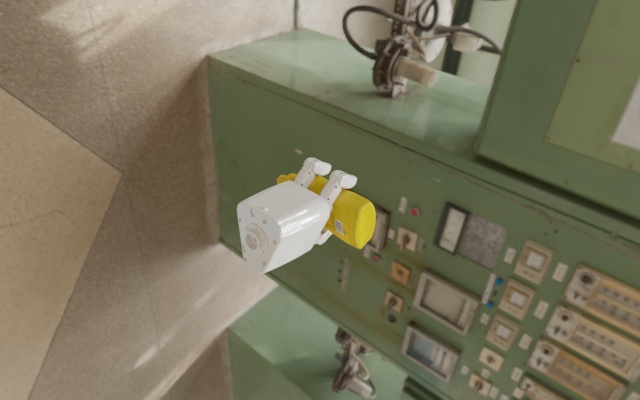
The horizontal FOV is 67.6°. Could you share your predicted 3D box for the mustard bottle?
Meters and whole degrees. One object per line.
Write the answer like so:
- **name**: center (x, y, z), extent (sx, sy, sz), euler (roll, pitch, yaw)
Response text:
- **mustard bottle**: center (0.001, 0.003, 0.803), extent (0.191, 0.096, 0.058), euler (29, 58, 29)
